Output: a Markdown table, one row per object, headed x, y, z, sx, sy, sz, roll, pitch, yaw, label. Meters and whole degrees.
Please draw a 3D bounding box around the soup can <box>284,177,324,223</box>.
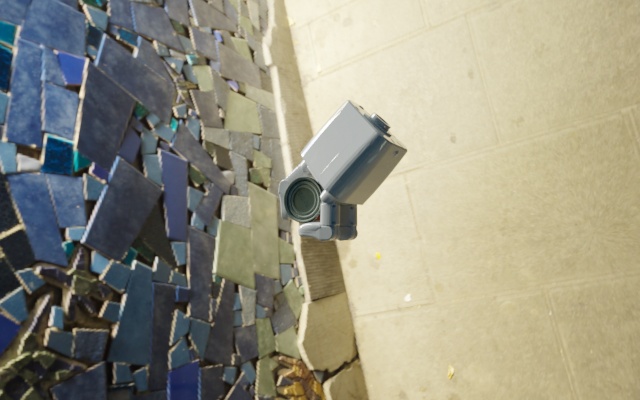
| x | y | z | sx | sy | sz | roll | pitch | yaw | label |
| --- | --- | --- | --- | --- | --- | --- | --- | --- | --- |
| 0.000 | 0.003 | 0.714 | 0.068 | 0.068 | 0.102 | 0 | -4 | 30 | soup can |
